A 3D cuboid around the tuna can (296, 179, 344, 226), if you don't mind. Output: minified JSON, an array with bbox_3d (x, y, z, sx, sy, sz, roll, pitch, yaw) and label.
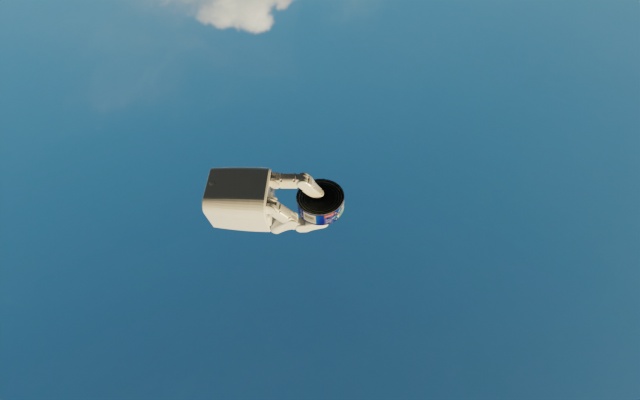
[{"bbox_3d":[0.000,0.003,0.857,0.086,0.086,0.034,0,-41,3],"label":"tuna can"}]
